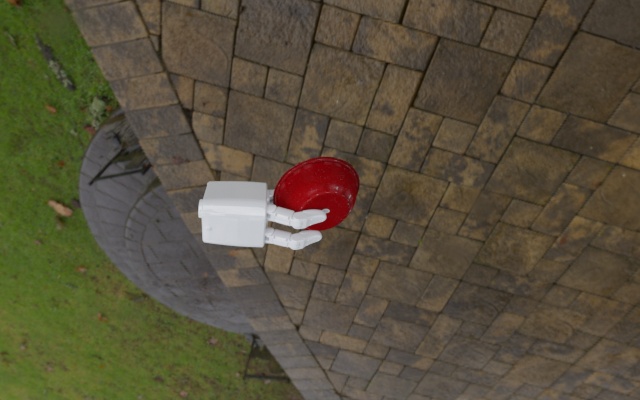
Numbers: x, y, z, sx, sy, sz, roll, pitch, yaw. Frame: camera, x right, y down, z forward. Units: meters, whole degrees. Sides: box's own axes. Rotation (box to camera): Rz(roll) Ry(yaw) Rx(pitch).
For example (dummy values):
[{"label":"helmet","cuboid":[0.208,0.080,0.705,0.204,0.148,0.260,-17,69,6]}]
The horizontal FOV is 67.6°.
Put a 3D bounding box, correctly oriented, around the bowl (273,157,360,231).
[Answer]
[{"label":"bowl","cuboid":[0.002,0.003,0.842,0.162,0.162,0.055,0,41,-21]}]
